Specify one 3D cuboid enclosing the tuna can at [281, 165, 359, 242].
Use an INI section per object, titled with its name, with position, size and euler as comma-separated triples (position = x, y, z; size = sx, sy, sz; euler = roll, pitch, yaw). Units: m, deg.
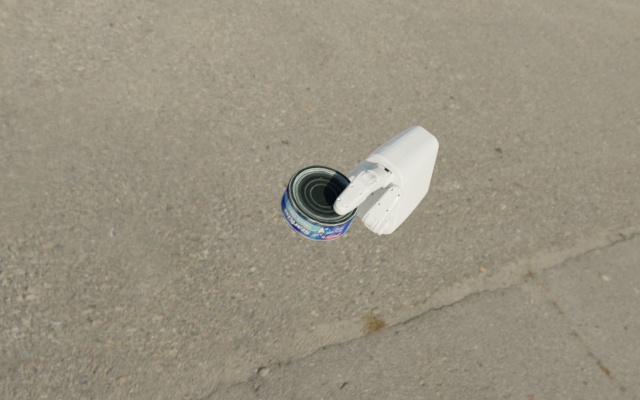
[tuna can]
position = 0.000, 0.001, 0.544
size = 0.086, 0.086, 0.034
euler = 0, -34, -20
